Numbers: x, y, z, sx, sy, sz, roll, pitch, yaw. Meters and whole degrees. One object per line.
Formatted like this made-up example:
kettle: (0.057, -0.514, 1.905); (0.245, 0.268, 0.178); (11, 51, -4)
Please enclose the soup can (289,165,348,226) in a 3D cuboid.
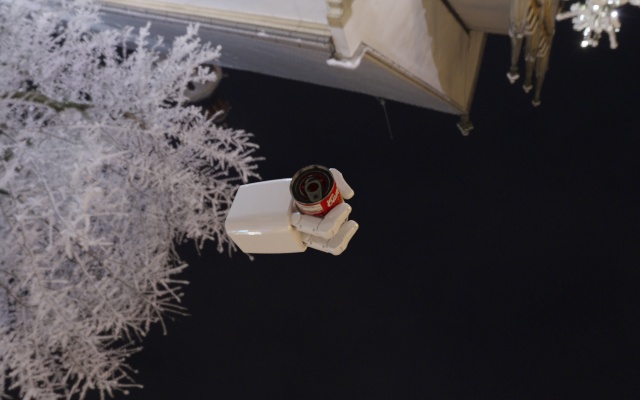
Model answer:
soup can: (0.001, 0.002, 0.731); (0.068, 0.068, 0.102); (0, -31, 18)
